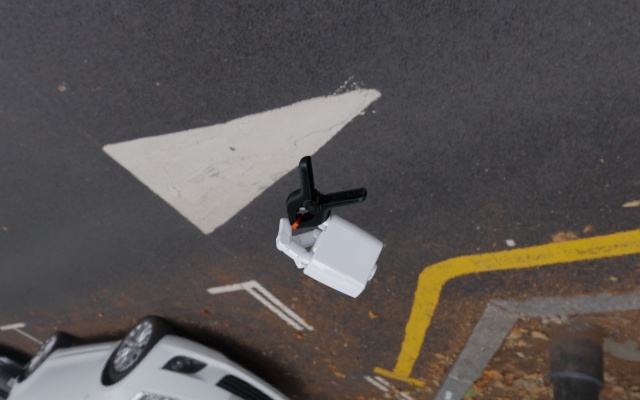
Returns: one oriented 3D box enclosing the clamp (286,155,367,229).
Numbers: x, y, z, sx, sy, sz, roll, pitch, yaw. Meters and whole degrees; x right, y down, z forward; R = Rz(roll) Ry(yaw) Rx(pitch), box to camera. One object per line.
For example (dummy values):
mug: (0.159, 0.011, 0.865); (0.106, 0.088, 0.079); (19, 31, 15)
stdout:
clamp: (0.000, 0.003, 0.803); (0.120, 0.039, 0.172); (29, -37, -1)
